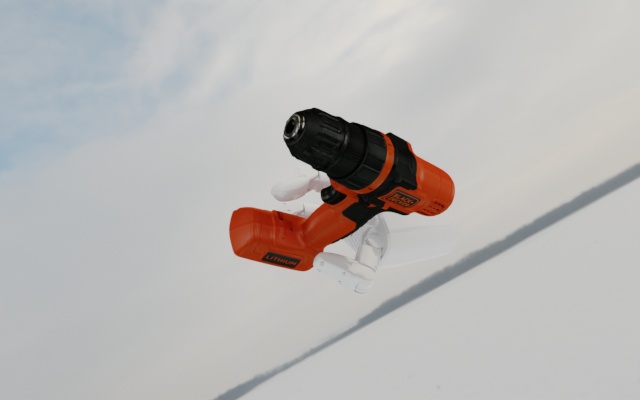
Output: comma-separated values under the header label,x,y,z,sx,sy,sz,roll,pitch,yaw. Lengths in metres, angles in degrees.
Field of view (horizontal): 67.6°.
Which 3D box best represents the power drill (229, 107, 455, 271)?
label,x,y,z,sx,sy,sz,roll,pitch,yaw
power drill,0.000,0.002,0.429,0.184,0.057,0.188,21,-38,-38
